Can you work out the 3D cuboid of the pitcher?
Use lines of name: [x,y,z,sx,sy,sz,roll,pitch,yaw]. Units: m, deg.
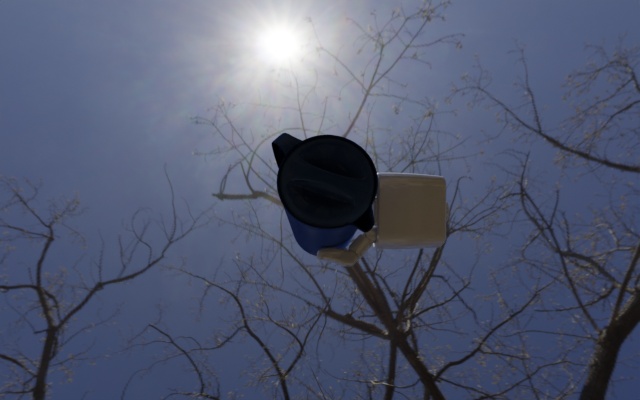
pitcher: [0.000,0.002,0.733,0.145,0.149,0.243,1,-19,-1]
